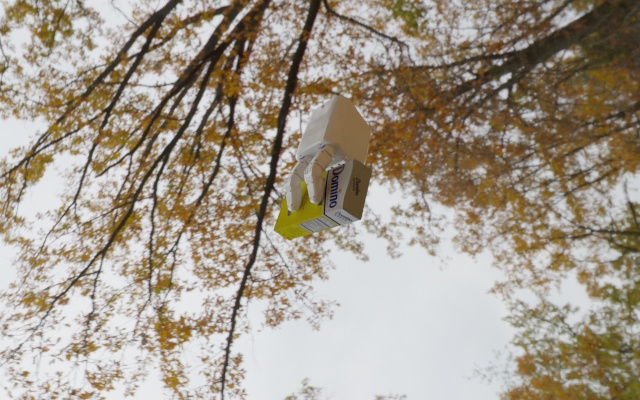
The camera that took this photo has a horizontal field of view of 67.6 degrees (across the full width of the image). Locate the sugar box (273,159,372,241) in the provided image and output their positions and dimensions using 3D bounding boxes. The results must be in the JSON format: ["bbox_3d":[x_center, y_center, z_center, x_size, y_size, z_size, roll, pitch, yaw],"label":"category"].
[{"bbox_3d":[0.000,0.002,0.771,0.048,0.093,0.176,32,-33,-27],"label":"sugar box"}]
